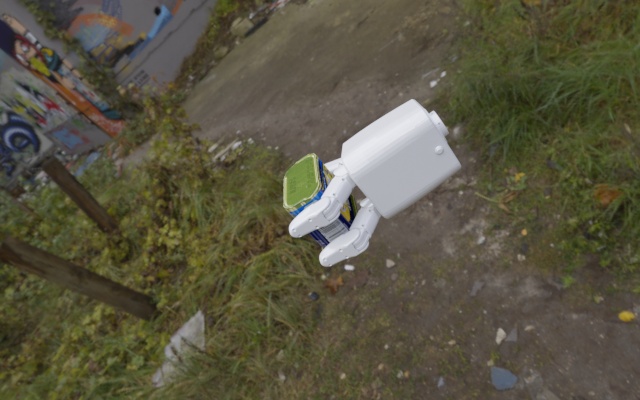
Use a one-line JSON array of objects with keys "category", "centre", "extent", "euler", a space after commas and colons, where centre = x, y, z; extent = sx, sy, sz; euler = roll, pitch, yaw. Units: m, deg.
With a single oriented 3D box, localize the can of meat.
[{"category": "can of meat", "centre": [0.000, 0.002, 0.585], "extent": [0.057, 0.084, 0.102], "euler": [-33, 30, 16]}]
